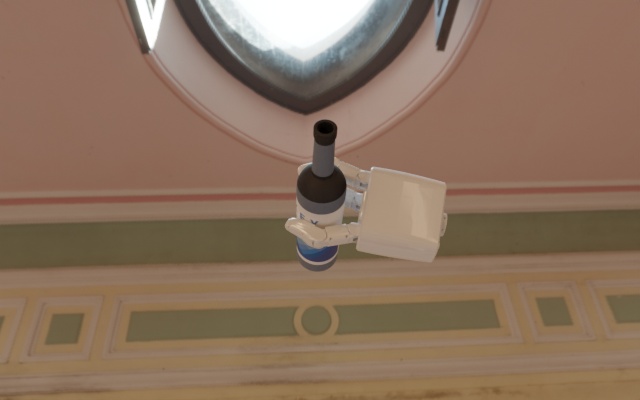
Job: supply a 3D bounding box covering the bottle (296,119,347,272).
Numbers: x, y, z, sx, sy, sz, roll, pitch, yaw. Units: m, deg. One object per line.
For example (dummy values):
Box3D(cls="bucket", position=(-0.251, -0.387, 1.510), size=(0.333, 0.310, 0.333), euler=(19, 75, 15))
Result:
Box3D(cls="bottle", position=(0.000, 0.002, 0.659), size=(0.069, 0.069, 0.296), euler=(0, -35, -3))
